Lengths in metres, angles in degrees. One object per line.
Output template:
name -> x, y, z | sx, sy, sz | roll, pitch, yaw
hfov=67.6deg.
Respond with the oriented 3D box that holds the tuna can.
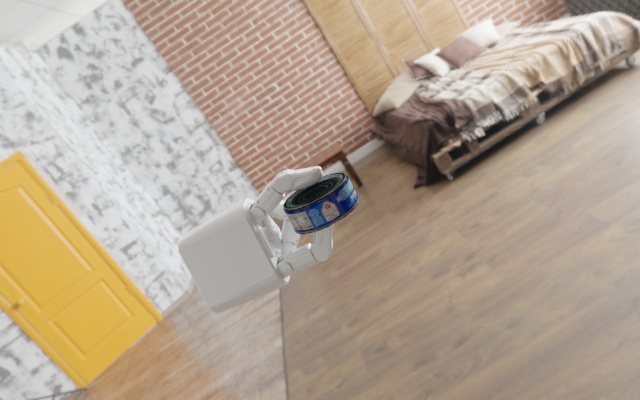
tuna can -> 0.000, 0.001, 0.557 | 0.086, 0.034, 0.086 | -25, 17, 8
